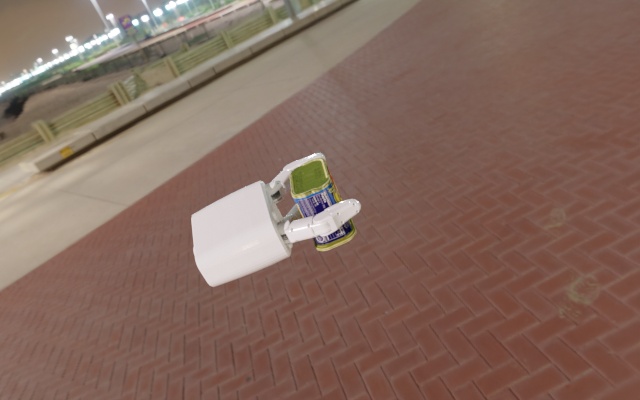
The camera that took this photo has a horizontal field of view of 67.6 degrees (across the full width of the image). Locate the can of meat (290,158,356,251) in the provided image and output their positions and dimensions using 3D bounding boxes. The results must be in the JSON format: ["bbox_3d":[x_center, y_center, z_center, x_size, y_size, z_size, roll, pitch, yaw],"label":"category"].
[{"bbox_3d":[0.000,0.002,0.622,0.057,0.084,0.102,-23,25,4],"label":"can of meat"}]
